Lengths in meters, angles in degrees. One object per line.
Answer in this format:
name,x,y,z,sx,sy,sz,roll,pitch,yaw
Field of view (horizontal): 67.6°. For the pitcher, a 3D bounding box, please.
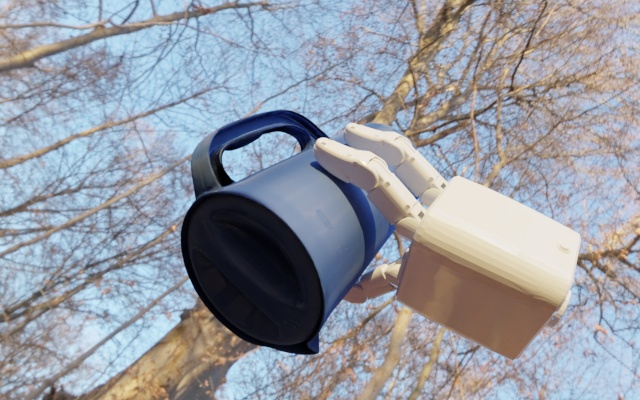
pitcher,0.000,0.002,0.432,0.145,0.149,0.242,26,35,20
